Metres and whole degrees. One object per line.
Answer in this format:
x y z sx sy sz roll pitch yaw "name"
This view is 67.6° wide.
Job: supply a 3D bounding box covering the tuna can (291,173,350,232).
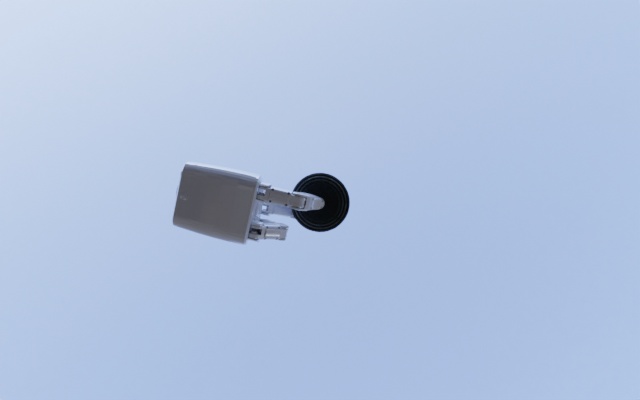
0.000 0.002 0.702 0.086 0.086 0.034 0 3 3 "tuna can"
